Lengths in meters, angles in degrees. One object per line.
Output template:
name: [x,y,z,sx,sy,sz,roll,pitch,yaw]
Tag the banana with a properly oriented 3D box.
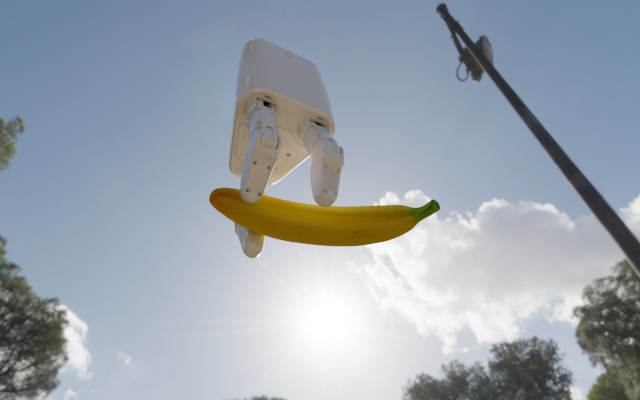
banana: [0.002,0.014,0.433,0.198,0.037,0.070,1,-42,-6]
